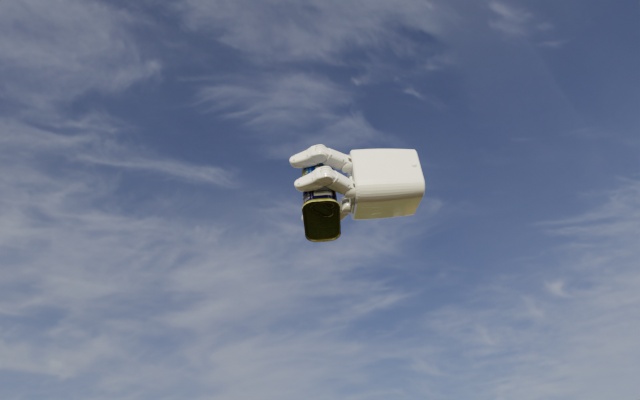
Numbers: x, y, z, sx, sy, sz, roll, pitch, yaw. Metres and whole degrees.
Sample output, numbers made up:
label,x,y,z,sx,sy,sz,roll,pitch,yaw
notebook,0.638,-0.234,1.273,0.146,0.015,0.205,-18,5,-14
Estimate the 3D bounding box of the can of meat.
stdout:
label,x,y,z,sx,sy,sz,roll,pitch,yaw
can of meat,0.000,0.002,0.761,0.057,0.083,0.102,-4,-41,0
